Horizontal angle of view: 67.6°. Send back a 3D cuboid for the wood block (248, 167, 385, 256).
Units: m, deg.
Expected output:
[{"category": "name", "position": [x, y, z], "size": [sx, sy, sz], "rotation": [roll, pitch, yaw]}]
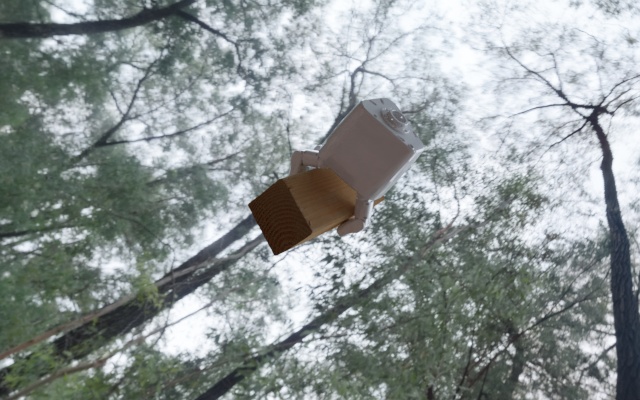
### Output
[{"category": "wood block", "position": [0.001, 0.003, 0.755], "size": [0.090, 0.091, 0.206], "rotation": [-34, -8, 39]}]
